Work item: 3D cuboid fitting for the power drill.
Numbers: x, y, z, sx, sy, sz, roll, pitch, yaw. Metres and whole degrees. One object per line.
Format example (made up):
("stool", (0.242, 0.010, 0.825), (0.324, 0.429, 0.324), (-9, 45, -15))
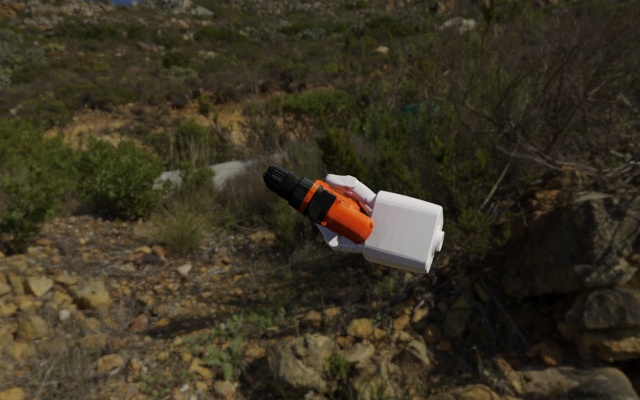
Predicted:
("power drill", (0.000, 0.003, 0.785), (0.184, 0.057, 0.187), (33, 6, 3))
